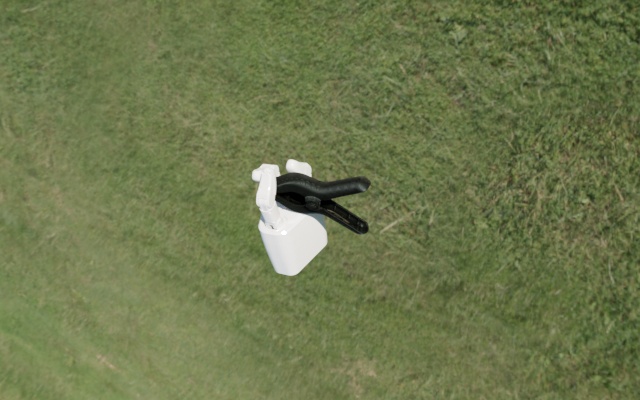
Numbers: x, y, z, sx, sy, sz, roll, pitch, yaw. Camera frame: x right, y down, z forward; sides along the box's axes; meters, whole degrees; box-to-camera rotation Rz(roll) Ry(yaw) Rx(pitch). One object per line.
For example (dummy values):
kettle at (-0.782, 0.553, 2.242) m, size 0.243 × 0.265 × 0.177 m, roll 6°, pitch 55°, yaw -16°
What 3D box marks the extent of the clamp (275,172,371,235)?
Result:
clamp at (0.000, 0.003, 0.733) m, size 0.171 × 0.120 × 0.039 m, roll 9°, pitch 45°, yaw 22°
